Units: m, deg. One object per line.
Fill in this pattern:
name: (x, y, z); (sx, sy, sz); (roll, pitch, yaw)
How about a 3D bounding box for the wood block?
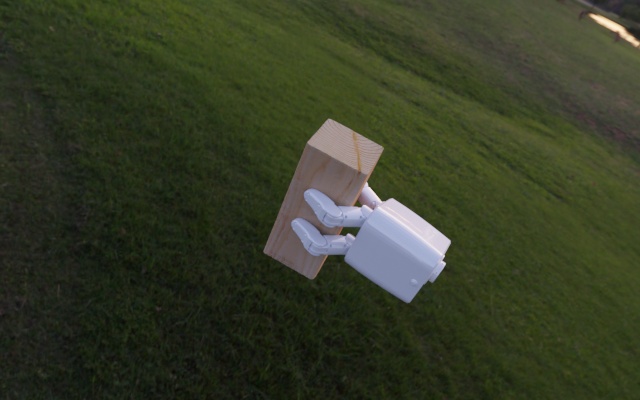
wood block: (0.001, 0.002, 0.689); (0.090, 0.206, 0.090); (29, 36, 5)
